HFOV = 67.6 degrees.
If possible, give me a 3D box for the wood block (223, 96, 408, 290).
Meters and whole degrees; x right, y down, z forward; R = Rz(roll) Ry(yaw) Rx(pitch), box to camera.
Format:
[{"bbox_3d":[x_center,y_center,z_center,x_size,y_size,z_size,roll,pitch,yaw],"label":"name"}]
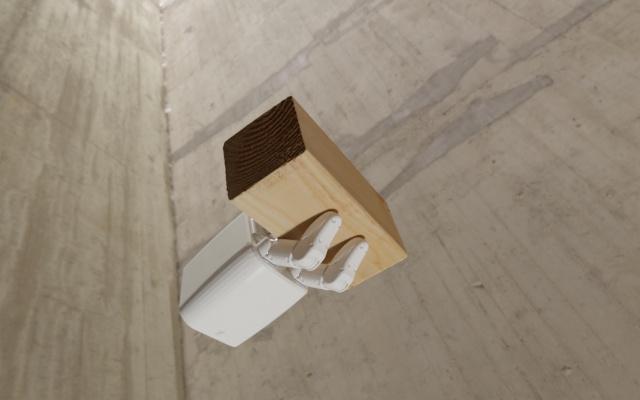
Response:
[{"bbox_3d":[0.000,0.002,0.513,0.090,0.090,0.206,-32,-46,16],"label":"wood block"}]
